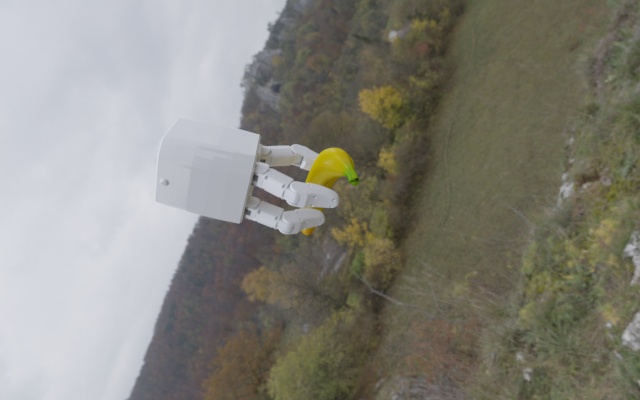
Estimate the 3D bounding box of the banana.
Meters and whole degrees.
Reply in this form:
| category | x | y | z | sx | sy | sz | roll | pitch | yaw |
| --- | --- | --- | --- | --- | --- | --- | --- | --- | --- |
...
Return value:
| category | x | y | z | sx | sy | sz | roll | pitch | yaw |
| --- | --- | --- | --- | --- | --- | --- | --- | --- | --- |
| banana | 0.002 | -0.016 | 0.610 | 0.037 | 0.069 | 0.198 | 9 | -23 | -13 |
